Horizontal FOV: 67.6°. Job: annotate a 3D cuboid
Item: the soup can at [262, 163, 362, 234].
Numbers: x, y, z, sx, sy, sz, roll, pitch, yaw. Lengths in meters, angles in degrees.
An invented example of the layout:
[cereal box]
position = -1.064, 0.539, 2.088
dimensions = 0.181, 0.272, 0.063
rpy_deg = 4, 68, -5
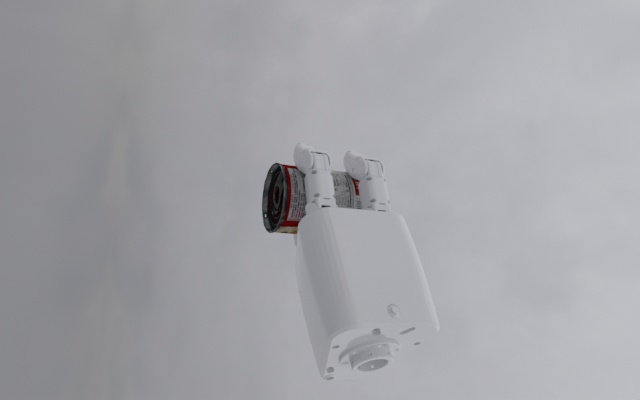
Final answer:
[soup can]
position = 0.000, 0.001, 0.478
dimensions = 0.102, 0.068, 0.068
rpy_deg = 5, -2, -23
